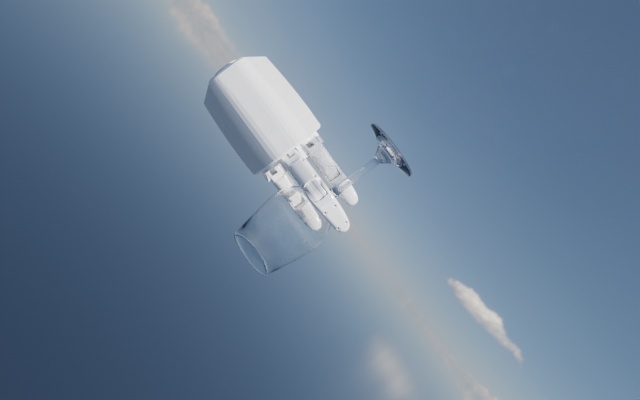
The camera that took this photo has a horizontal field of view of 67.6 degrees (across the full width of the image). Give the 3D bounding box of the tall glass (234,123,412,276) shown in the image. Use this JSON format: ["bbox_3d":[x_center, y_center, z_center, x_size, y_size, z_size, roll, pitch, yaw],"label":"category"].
[{"bbox_3d":[0.001,0.001,0.541,0.201,0.079,0.079,-37,-1,1],"label":"tall glass"}]
